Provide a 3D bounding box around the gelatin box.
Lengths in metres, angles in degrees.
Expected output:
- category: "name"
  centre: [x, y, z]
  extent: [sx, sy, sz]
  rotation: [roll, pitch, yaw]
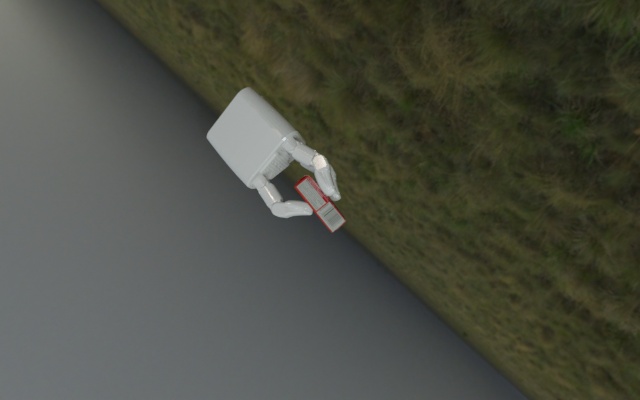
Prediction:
- category: "gelatin box"
  centre: [0.000, 0.003, 0.709]
  extent: [0.030, 0.089, 0.073]
  rotation: [-39, 1, 2]
